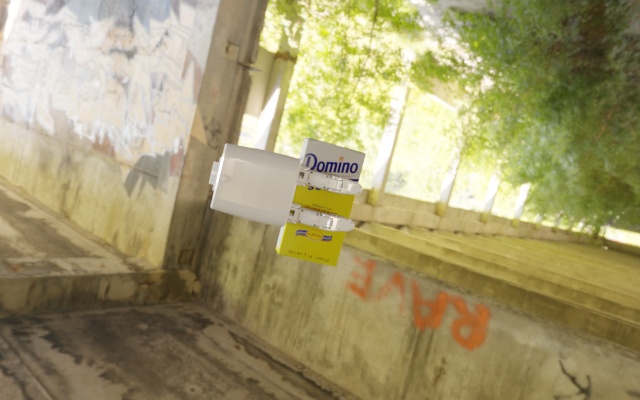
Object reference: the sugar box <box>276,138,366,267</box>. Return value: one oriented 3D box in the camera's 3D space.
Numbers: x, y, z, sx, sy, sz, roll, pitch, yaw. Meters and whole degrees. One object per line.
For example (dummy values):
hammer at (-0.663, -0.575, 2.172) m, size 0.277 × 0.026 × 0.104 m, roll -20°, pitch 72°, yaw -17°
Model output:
sugar box at (0.000, 0.002, 0.713) m, size 0.093 × 0.176 × 0.048 m, roll 13°, pitch 5°, yaw -12°
